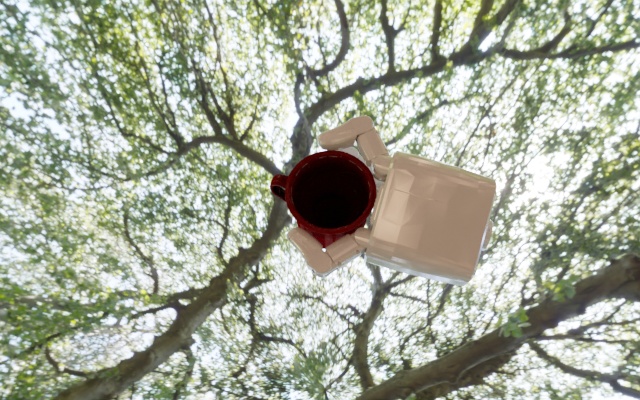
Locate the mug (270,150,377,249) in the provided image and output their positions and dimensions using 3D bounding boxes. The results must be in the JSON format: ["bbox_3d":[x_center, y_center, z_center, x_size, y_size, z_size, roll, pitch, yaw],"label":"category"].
[{"bbox_3d":[-0.001,0.001,0.522,0.117,0.093,0.081,16,-21,8],"label":"mug"}]
